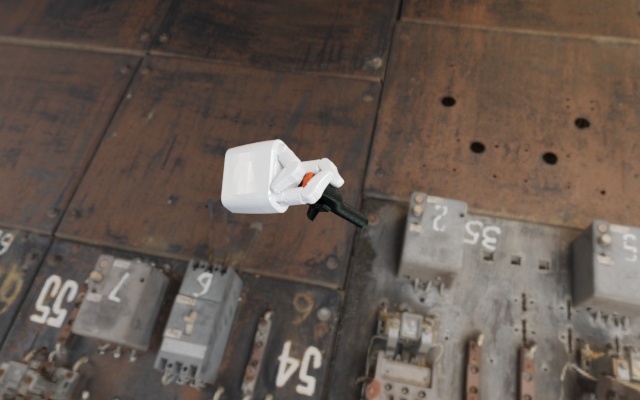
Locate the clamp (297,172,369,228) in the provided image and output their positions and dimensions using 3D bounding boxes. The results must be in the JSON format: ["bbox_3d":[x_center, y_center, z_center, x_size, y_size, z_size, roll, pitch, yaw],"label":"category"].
[{"bbox_3d":[0.000,0.003,0.829,0.120,0.039,0.171,-3,-30,30],"label":"clamp"}]
